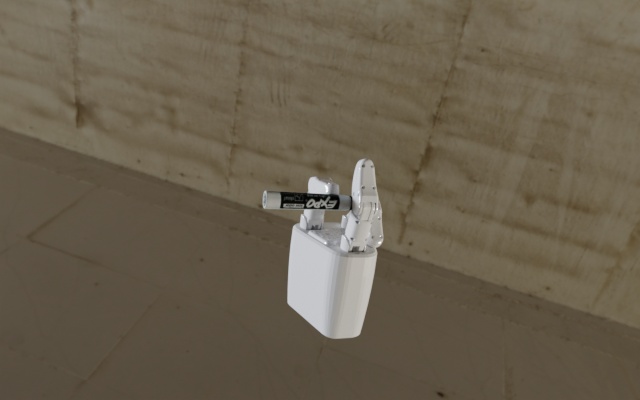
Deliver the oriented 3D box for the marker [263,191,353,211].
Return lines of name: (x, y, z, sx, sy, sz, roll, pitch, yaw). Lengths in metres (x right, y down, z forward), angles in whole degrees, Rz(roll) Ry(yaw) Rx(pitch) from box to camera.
marker: (0.000, 0.002, 0.506, 0.121, 0.020, 0.020, 2, -1, -19)
